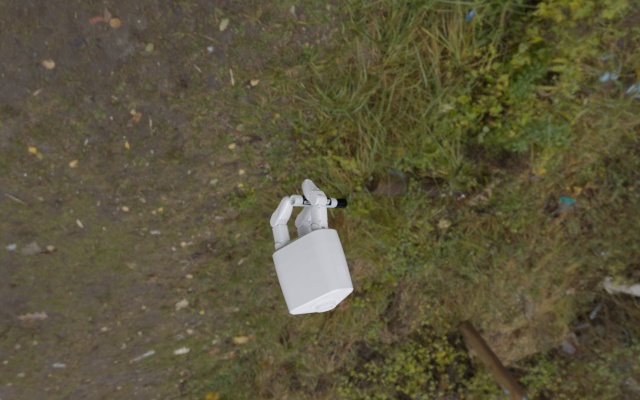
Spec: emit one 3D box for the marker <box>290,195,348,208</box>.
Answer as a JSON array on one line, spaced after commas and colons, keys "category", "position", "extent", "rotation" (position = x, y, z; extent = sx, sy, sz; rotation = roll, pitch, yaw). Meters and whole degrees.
[{"category": "marker", "position": [0.000, 0.003, 0.837], "extent": [0.121, 0.020, 0.020], "rotation": [4, -2, -39]}]
